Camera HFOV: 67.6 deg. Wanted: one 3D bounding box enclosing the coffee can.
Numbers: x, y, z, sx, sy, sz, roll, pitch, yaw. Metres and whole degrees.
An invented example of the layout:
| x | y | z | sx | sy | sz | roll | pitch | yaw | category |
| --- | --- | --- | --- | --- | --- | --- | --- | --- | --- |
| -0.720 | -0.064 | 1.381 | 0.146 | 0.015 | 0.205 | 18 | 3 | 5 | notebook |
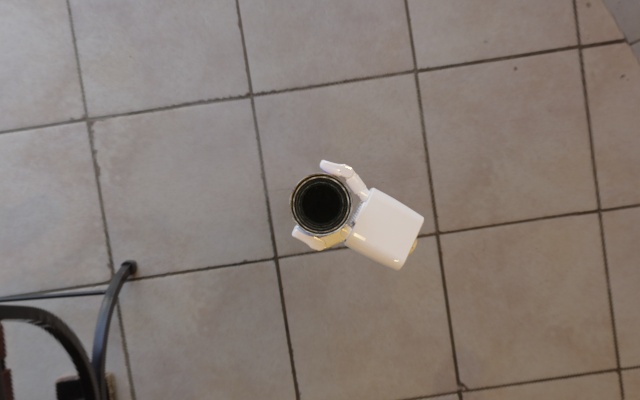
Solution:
| x | y | z | sx | sy | sz | roll | pitch | yaw | category |
| --- | --- | --- | --- | --- | --- | --- | --- | --- | --- |
| 0.000 | 0.003 | 0.833 | 0.103 | 0.103 | 0.140 | 0 | 3 | -1 | coffee can |
